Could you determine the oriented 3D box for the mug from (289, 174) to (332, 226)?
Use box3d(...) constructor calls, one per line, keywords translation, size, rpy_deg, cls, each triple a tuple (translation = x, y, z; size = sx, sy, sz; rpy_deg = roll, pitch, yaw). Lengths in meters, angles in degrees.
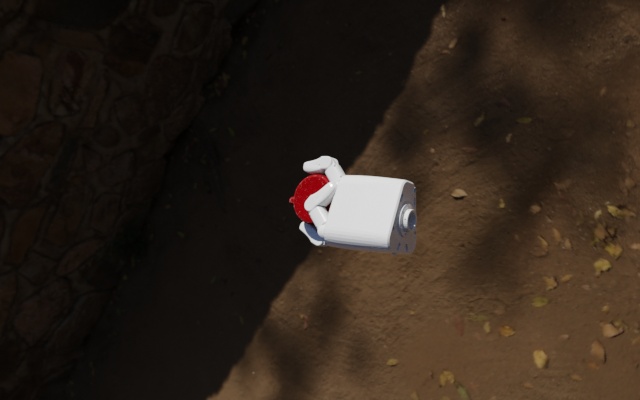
box3d(translation=(-0.001, 0.002, 0.794), size=(0.117, 0.093, 0.081), rpy_deg=(4, -6, 35), cls="mug")
